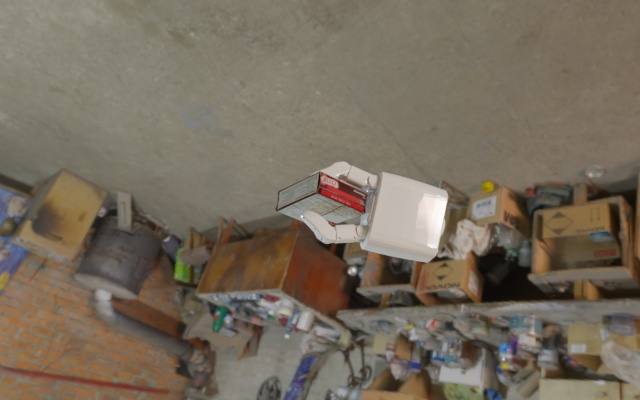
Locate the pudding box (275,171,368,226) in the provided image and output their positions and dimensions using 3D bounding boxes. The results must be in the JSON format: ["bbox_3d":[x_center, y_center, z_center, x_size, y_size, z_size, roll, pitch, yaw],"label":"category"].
[{"bbox_3d":[0.000,0.002,0.710,0.090,0.039,0.113,25,-30,-30],"label":"pudding box"}]
